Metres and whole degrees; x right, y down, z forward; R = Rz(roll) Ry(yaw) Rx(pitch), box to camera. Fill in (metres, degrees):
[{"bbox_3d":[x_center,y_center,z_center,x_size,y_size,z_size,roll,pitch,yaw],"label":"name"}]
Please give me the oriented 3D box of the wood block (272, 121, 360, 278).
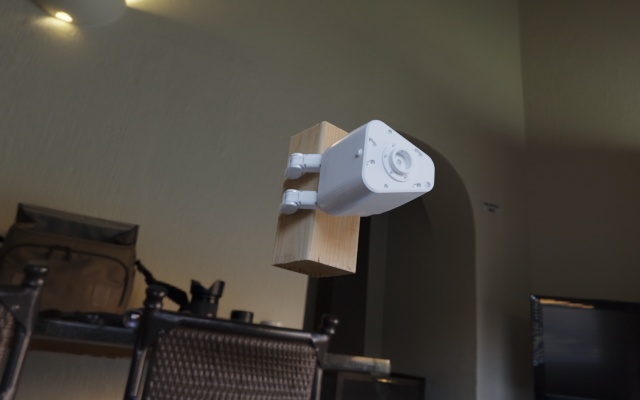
[{"bbox_3d":[0.001,0.002,0.712,0.091,0.206,0.090,22,-24,-35],"label":"wood block"}]
